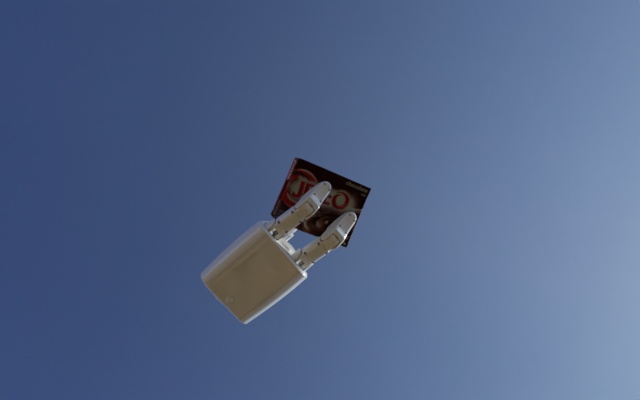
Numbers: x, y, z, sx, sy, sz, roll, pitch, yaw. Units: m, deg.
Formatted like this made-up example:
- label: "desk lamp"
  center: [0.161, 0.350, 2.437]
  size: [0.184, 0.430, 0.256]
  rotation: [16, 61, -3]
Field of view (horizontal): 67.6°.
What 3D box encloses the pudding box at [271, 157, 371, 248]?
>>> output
- label: "pudding box"
  center: [0.000, 0.002, 0.657]
  size: [0.113, 0.090, 0.039]
  rotation: [22, 3, -15]
